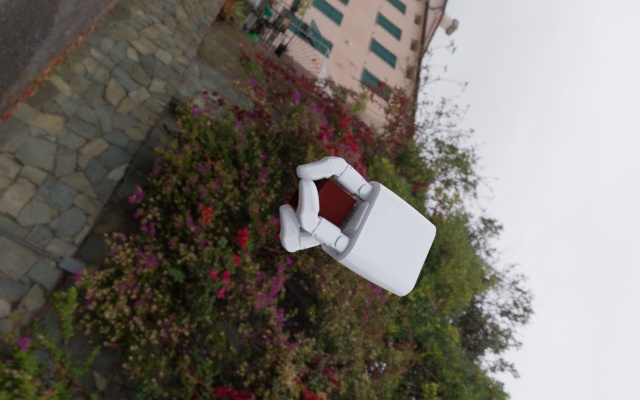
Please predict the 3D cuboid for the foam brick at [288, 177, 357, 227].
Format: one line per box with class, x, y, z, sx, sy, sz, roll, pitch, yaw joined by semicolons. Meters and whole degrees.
foam brick;0.000;0.002;0.616;0.051;0.053;0.078;36;-3;-19
